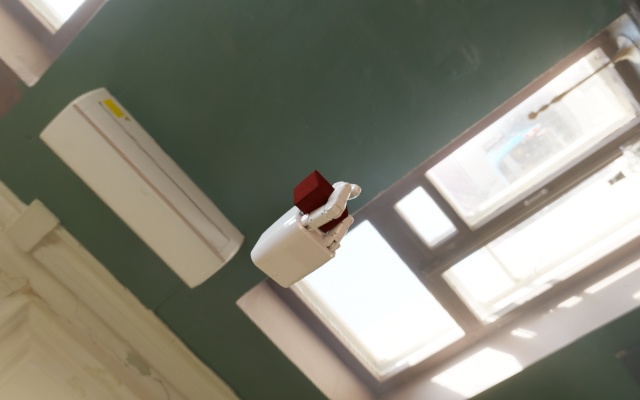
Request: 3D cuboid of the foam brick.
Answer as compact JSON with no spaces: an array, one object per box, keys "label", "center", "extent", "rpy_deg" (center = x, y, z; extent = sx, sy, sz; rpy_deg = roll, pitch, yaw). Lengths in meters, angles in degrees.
[{"label":"foam brick","center":[0.000,0.002,0.762],"extent":[0.051,0.078,0.053],"rpy_deg":[-36,27,18]}]
